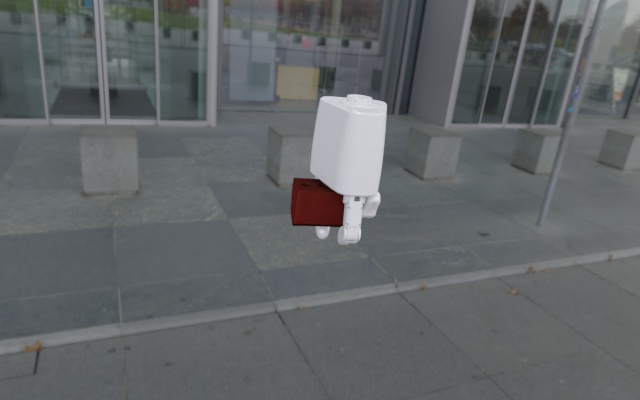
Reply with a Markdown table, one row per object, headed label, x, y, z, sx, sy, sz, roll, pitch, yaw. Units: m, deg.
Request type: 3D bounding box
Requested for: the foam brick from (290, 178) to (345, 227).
| label | x | y | z | sx | sy | sz | roll | pitch | yaw |
| --- | --- | --- | --- | --- | --- | --- | --- | --- | --- |
| foam brick | 0.000 | 0.002 | 0.647 | 0.078 | 0.051 | 0.053 | 2 | 22 | -10 |
